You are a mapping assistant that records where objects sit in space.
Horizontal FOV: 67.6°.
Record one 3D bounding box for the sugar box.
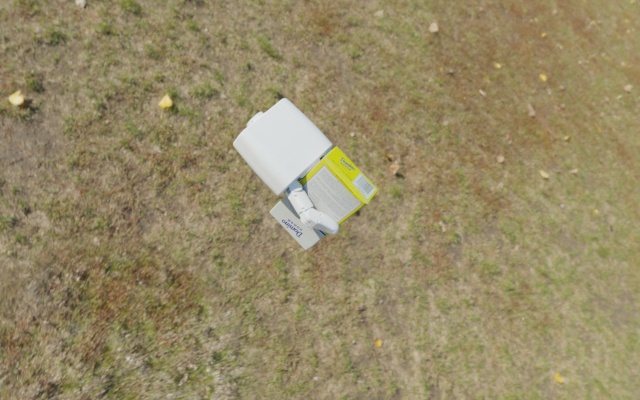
[{"bbox_3d":[0.000,0.002,0.750,0.048,0.093,0.176,-46,4,-41],"label":"sugar box"}]
